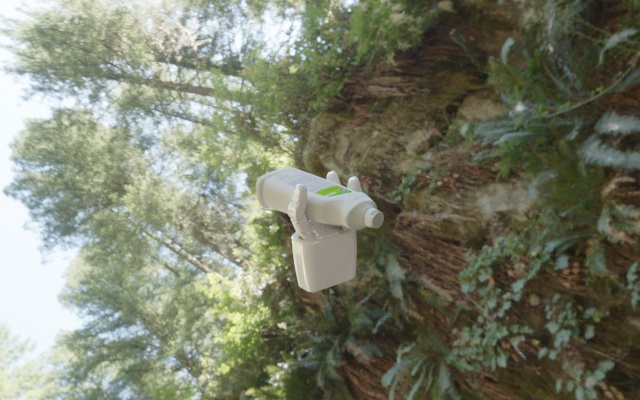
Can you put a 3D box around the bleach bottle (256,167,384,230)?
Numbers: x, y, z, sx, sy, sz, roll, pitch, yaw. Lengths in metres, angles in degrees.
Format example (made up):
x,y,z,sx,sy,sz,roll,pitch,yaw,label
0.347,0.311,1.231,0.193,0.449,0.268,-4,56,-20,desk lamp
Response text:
x,y,z,sx,sy,sz,roll,pitch,yaw,label
0.000,0.003,0.842,0.102,0.068,0.250,-25,31,-37,bleach bottle
